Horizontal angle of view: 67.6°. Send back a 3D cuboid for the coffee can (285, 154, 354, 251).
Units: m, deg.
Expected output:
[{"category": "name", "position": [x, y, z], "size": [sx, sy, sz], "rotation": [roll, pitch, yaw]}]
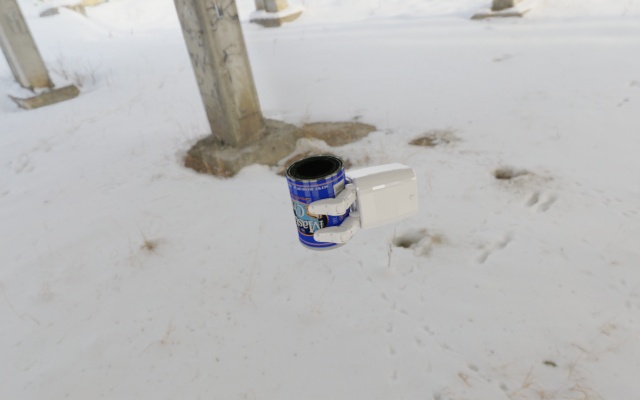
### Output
[{"category": "coffee can", "position": [0.000, 0.003, 0.844], "size": [0.103, 0.140, 0.102], "rotation": [-8, 29, 4]}]
